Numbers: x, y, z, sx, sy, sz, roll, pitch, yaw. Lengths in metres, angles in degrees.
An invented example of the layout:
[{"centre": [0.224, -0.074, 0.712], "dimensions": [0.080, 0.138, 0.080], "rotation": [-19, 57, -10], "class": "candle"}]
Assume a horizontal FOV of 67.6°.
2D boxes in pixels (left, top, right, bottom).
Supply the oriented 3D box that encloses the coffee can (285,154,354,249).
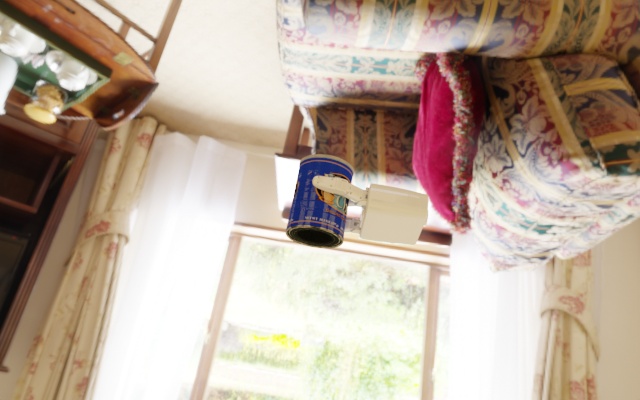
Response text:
[{"centre": [0.000, 0.003, 0.854], "dimensions": [0.103, 0.140, 0.103], "rotation": [8, -24, 4], "class": "coffee can"}]
